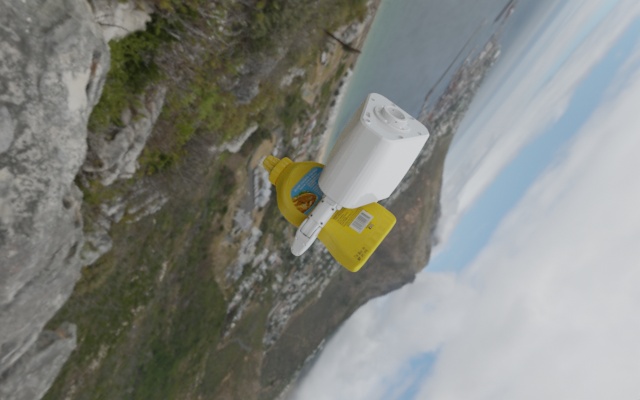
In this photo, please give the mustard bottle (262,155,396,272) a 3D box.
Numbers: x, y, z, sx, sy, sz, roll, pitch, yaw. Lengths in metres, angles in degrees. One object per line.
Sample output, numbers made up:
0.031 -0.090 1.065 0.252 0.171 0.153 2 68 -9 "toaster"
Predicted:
0.000 0.002 0.640 0.191 0.096 0.058 38 -30 9 "mustard bottle"
